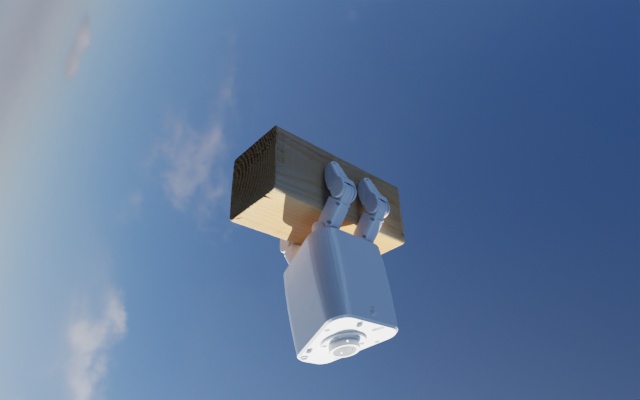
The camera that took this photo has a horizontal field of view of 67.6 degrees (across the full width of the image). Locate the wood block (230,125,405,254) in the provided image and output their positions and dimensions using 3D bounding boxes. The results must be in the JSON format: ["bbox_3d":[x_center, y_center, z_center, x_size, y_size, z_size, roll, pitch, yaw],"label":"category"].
[{"bbox_3d":[0.000,0.002,0.600,0.206,0.090,0.091,24,-40,-35],"label":"wood block"}]
